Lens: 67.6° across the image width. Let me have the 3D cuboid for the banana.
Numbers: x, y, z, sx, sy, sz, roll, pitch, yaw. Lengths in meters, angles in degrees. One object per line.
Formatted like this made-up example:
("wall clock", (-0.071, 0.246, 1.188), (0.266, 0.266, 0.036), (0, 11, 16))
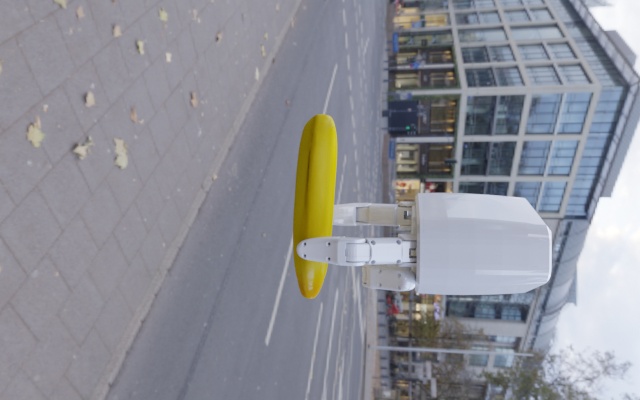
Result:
("banana", (-0.003, -0.009, 0.458), (0.037, 0.197, 0.070), (0, -24, 10))
